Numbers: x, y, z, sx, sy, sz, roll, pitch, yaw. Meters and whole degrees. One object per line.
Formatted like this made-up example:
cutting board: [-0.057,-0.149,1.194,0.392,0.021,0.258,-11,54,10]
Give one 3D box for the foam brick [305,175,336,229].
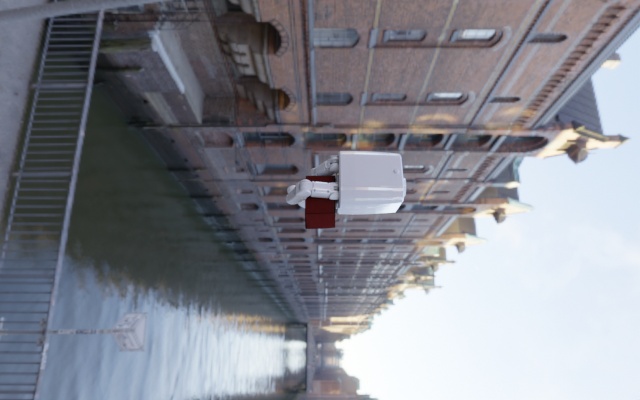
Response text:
foam brick: [0.000,0.003,0.810,0.051,0.078,0.053,1,-30,0]
